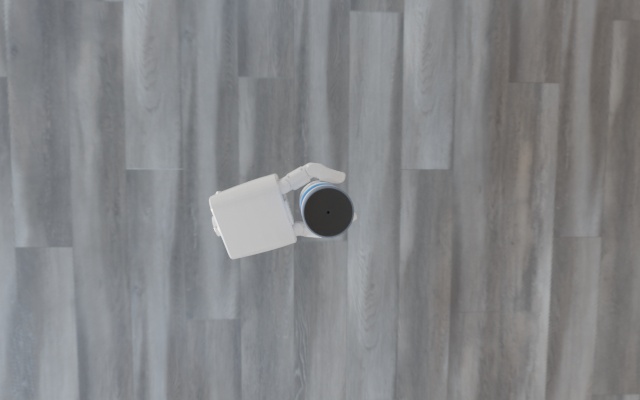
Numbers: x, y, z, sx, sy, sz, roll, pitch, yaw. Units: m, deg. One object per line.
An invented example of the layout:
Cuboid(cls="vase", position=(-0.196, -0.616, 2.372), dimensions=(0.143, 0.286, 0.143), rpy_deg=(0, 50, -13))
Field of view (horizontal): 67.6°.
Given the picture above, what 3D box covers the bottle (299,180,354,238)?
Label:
Cuboid(cls="bottle", position=(0.000, 0.002, 0.748), dimensions=(0.069, 0.069, 0.295), rpy_deg=(0, 5, -4))
